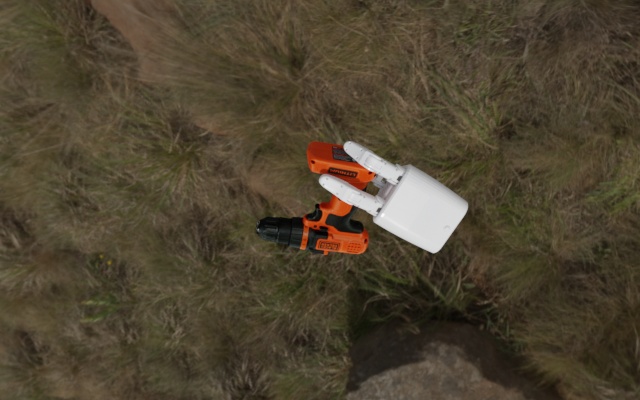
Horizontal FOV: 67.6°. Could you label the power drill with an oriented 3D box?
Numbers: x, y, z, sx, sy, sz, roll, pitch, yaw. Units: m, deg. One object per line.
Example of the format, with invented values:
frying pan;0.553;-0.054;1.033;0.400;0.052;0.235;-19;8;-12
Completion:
power drill;0.000;0.002;0.739;0.184;0.188;0.057;7;39;-10
